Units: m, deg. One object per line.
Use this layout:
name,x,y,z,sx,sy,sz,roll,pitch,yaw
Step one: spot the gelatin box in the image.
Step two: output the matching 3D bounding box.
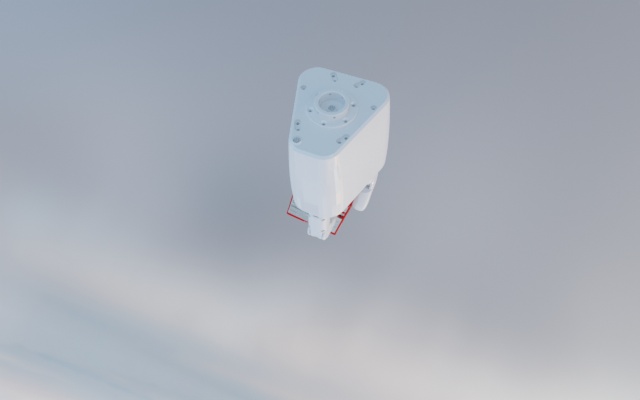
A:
gelatin box,0.000,0.003,0.612,0.073,0.030,0.089,23,-30,0
